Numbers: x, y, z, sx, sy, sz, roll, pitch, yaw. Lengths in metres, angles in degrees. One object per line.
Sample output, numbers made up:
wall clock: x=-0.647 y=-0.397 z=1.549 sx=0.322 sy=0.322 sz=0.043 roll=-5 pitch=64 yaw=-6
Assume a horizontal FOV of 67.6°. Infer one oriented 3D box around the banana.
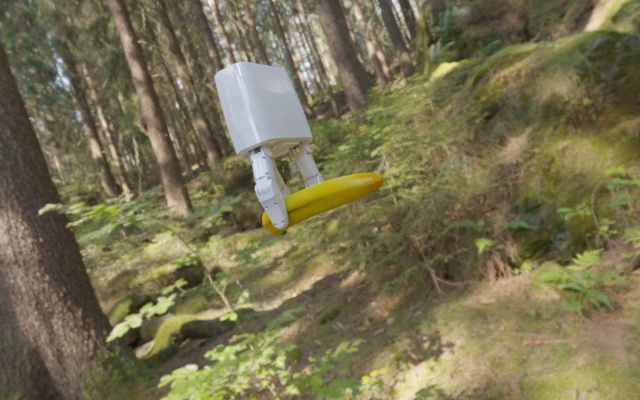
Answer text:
banana: x=-0.015 y=0.006 z=0.592 sx=0.198 sy=0.037 sz=0.069 roll=-26 pitch=-10 yaw=42
